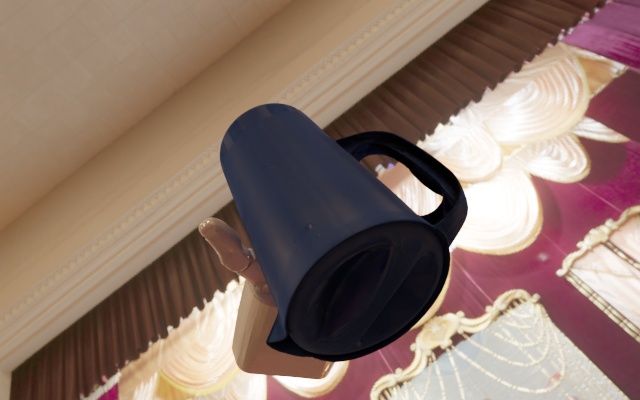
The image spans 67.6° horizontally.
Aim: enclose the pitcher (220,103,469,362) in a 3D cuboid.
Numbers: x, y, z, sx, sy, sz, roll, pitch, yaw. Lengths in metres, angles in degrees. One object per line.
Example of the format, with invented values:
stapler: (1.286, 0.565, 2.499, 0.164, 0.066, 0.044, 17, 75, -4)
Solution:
pitcher: (0.000, 0.002, 0.423, 0.149, 0.145, 0.242, -2, 34, -27)
